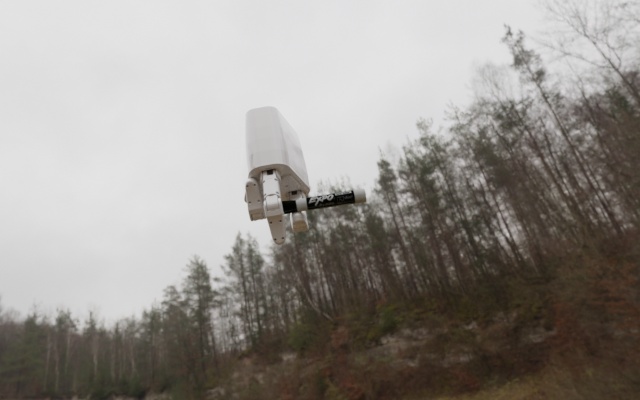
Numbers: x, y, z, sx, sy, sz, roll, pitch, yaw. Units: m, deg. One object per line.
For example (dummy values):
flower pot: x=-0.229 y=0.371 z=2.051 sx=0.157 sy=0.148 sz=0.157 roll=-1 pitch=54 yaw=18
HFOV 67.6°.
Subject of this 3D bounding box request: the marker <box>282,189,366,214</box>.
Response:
marker: x=0.000 y=0.002 z=0.636 sx=0.121 sy=0.020 sz=0.020 roll=-9 pitch=0 yaw=-2
